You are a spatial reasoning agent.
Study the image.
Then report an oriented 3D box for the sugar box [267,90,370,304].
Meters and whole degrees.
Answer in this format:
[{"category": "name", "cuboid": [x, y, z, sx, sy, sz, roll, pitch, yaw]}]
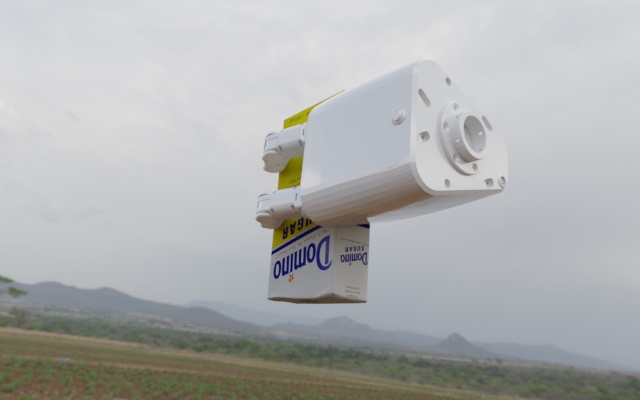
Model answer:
[{"category": "sugar box", "cuboid": [0.000, 0.001, 0.425, 0.048, 0.176, 0.093, 19, -22, -36]}]
